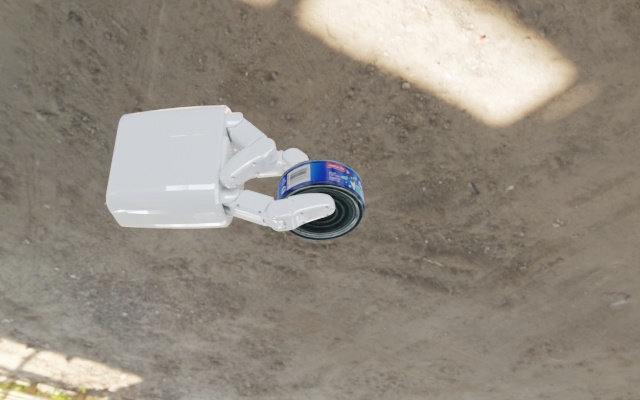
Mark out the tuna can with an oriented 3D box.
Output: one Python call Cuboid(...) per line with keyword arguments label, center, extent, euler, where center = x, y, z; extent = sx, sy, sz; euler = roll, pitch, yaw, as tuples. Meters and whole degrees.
Cuboid(label="tuna can", center=(0.000, 0.002, 0.466), extent=(0.086, 0.033, 0.086), euler=(-1, -42, -1))
